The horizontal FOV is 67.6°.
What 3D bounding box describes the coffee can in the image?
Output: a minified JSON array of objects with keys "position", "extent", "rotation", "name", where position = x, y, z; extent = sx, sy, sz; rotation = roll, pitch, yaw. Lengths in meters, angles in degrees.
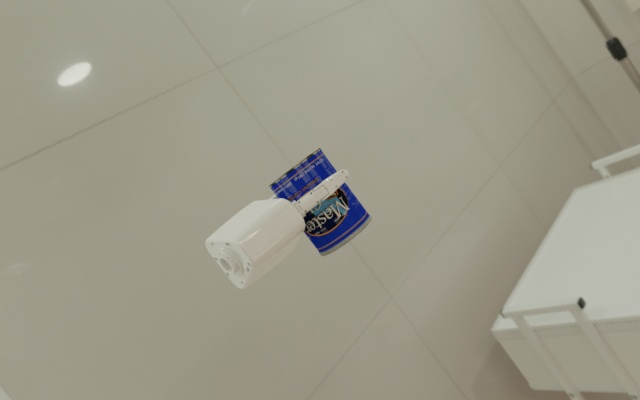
[{"position":[0.000,0.003,0.763],"extent":[0.103,0.140,0.103],"rotation":[-37,4,3],"name":"coffee can"}]
